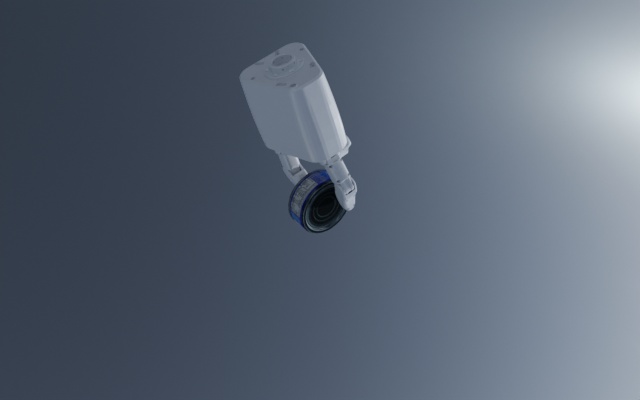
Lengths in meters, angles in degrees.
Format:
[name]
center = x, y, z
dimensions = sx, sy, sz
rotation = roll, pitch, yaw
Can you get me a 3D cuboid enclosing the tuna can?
[tuna can]
center = 0.000, 0.002, 0.655
dimensions = 0.086, 0.086, 0.033
rotation = 0, 29, -43
